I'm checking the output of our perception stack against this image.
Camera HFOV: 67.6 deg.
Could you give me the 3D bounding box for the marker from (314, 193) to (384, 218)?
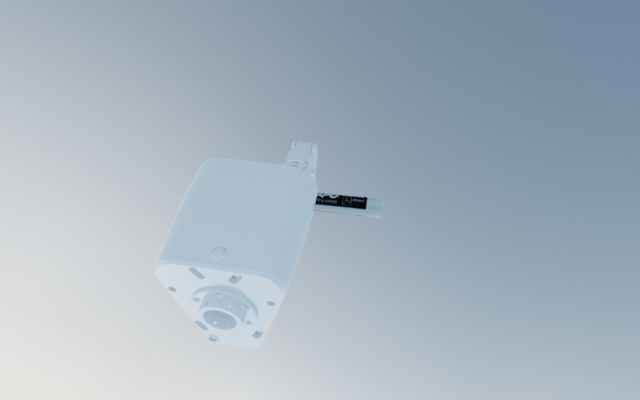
[{"bbox_3d":[0.000,0.001,0.465,0.121,0.020,0.020,6,1,8],"label":"marker"}]
